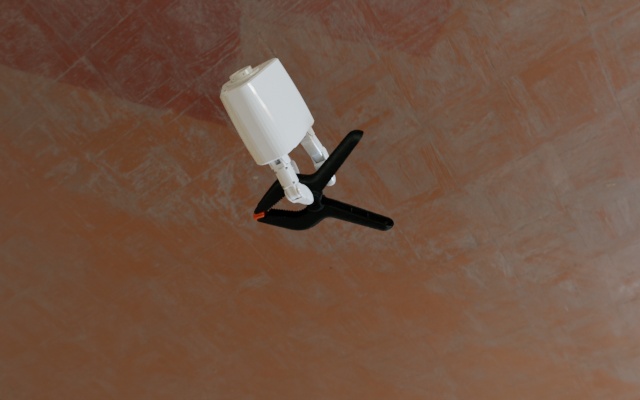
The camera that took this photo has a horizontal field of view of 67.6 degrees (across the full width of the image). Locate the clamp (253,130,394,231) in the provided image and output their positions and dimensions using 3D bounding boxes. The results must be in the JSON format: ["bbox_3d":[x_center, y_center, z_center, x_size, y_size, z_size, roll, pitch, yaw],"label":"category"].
[{"bbox_3d":[-0.001,0.003,0.722,0.210,0.165,0.036,-21,22,18],"label":"clamp"}]
